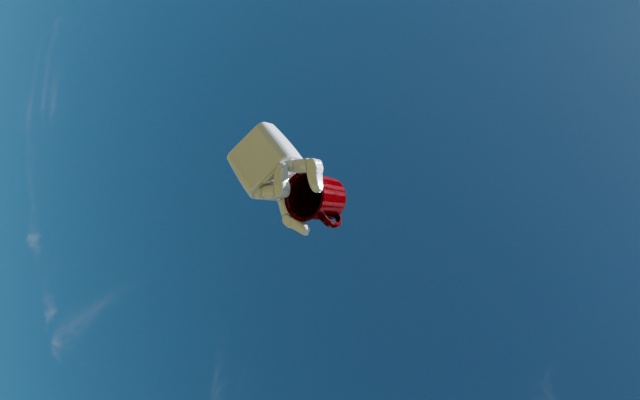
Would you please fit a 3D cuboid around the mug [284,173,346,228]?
[{"bbox_3d":[0.001,0.004,0.879,0.081,0.117,0.093,7,-50,-52],"label":"mug"}]
